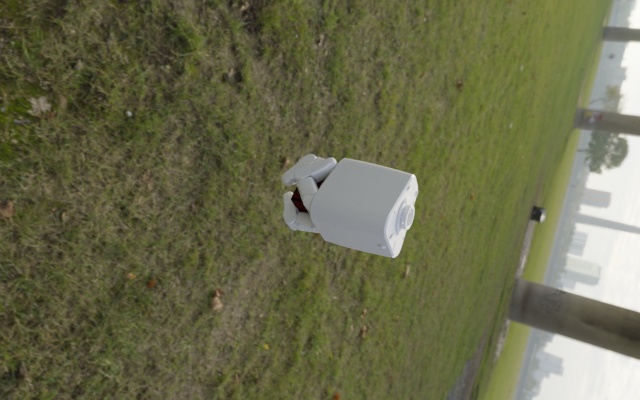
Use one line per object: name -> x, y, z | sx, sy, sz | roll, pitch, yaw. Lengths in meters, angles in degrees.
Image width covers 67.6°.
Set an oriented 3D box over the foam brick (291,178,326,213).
foam brick -> 0.000, 0.002, 0.697 | 0.051, 0.053, 0.078 | 14, -25, 26
